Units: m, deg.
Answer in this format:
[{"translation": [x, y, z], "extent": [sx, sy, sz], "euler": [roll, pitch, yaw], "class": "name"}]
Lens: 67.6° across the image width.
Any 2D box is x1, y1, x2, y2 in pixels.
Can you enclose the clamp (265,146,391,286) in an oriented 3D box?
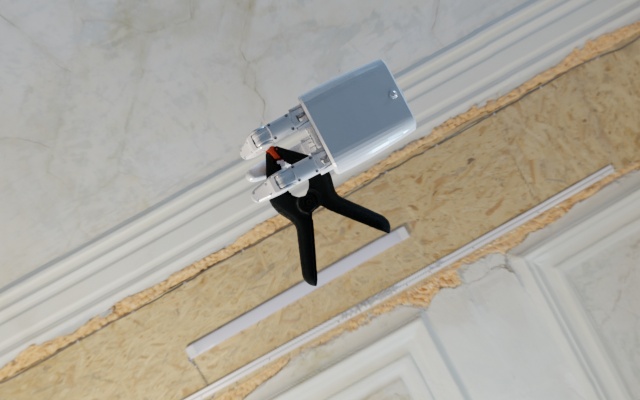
[{"translation": [0.000, 0.002, 0.566], "extent": [0.120, 0.171, 0.039], "euler": [-28, 0, -1], "class": "clamp"}]
